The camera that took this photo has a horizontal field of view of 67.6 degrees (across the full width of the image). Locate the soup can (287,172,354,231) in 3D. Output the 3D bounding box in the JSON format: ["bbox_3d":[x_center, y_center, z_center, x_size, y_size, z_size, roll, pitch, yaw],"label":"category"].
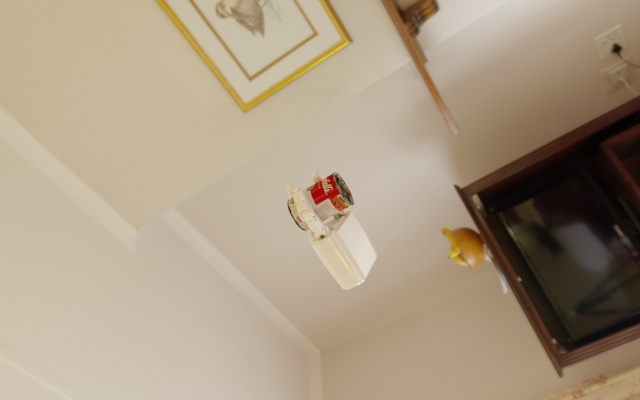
[{"bbox_3d":[0.000,0.003,0.860,0.102,0.068,0.068,-30,-9,16],"label":"soup can"}]
